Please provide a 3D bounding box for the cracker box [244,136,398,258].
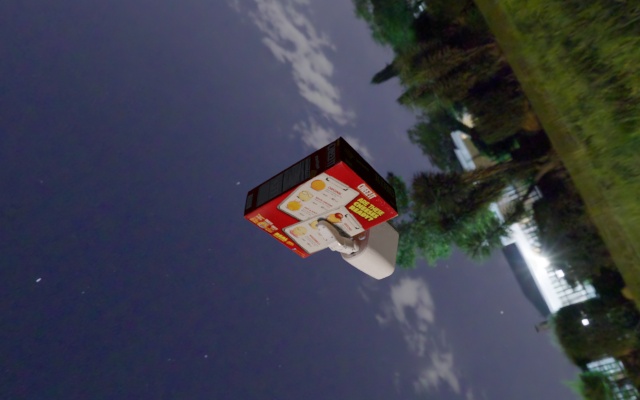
[{"bbox_3d":[0.000,0.003,0.835,0.214,0.072,0.164,-28,-48,28],"label":"cracker box"}]
